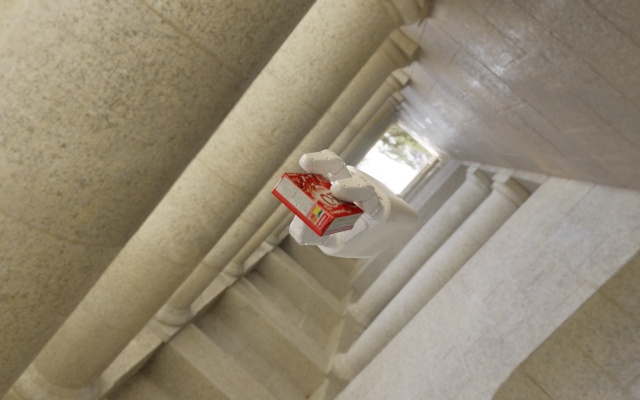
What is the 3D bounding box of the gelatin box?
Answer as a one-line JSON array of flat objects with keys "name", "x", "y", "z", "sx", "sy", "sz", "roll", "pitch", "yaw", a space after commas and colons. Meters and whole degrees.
[{"name": "gelatin box", "x": 0.000, "y": 0.002, "z": 0.519, "sx": 0.073, "sy": 0.030, "sz": 0.089, "roll": 42, "pitch": 19, "yaw": 18}]
